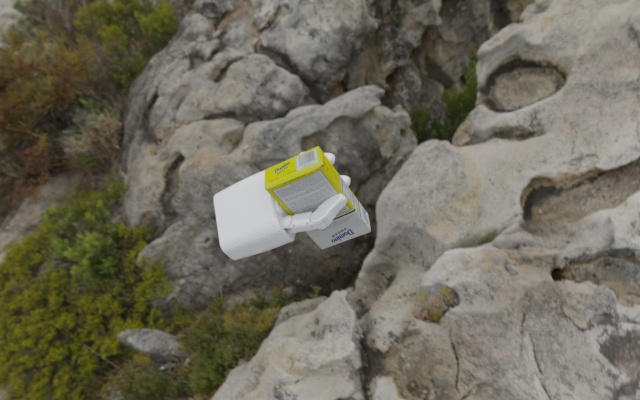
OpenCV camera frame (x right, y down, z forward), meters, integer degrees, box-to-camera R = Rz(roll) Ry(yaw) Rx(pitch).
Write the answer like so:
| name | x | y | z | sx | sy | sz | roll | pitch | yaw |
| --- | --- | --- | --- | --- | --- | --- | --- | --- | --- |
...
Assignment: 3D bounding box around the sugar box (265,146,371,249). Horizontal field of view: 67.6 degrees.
| name | x | y | z | sx | sy | sz | roll | pitch | yaw |
| --- | --- | --- | --- | --- | --- | --- | --- | --- | --- |
| sugar box | 0.000 | 0.002 | 0.730 | 0.093 | 0.048 | 0.176 | -21 | -41 | 17 |
